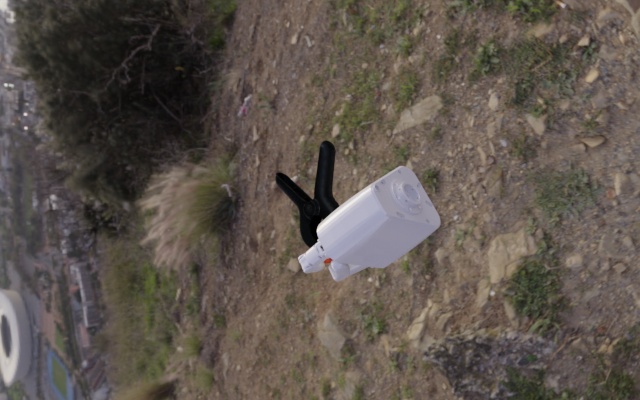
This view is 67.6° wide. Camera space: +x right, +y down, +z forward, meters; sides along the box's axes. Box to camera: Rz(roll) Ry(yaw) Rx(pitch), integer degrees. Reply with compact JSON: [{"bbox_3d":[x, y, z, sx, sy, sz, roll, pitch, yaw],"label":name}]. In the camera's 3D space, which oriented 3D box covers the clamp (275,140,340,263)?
[{"bbox_3d":[0.000,0.002,0.689,0.039,0.171,0.120,-6,-27,-44],"label":"clamp"}]
